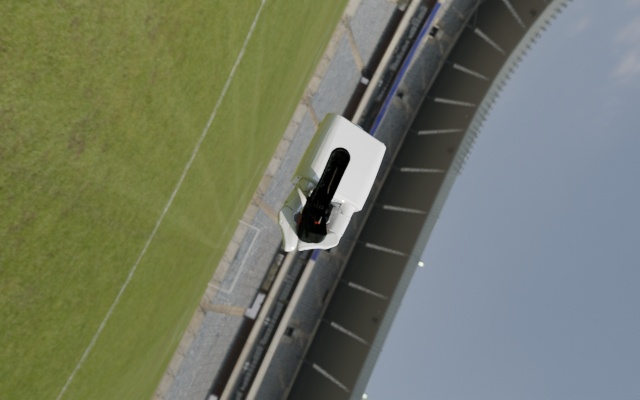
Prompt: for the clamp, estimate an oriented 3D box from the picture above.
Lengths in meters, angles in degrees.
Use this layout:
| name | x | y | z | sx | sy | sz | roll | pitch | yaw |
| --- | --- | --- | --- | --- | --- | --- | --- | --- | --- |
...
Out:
| name | x | y | z | sx | sy | sz | roll | pitch | yaw |
| --- | --- | --- | --- | --- | --- | --- | --- | --- | --- |
| clamp | 0.001 | 0.002 | 0.617 | 0.039 | 0.120 | 0.171 | 26 | -11 | -6 |
